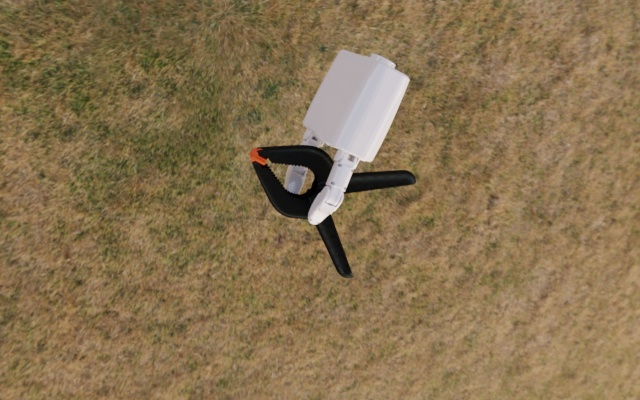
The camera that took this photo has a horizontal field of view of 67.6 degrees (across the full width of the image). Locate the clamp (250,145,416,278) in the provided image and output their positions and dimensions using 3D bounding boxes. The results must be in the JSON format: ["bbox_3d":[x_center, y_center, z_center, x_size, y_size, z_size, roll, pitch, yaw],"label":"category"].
[{"bbox_3d":[0.000,0.002,0.604,0.210,0.164,0.036,23,9,-18],"label":"clamp"}]
